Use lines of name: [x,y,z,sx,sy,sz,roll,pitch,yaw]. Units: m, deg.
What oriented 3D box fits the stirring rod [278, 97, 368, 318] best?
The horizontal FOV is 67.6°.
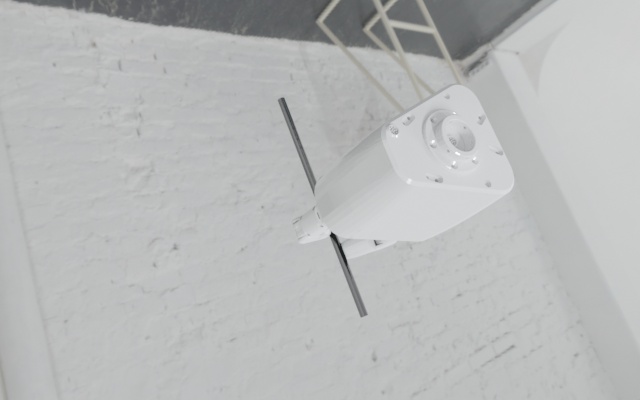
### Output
stirring rod: [0.000,0.001,0.484,0.011,0.239,0.011,-20,-12,-5]
